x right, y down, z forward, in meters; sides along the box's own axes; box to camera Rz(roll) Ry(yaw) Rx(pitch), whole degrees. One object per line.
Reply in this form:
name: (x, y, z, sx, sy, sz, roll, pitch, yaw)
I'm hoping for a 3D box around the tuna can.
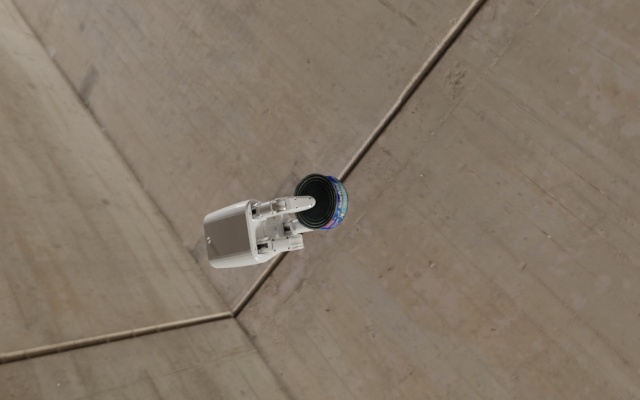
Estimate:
tuna can: (0.001, 0.002, 0.734, 0.086, 0.086, 0.034, 0, -3, 38)
